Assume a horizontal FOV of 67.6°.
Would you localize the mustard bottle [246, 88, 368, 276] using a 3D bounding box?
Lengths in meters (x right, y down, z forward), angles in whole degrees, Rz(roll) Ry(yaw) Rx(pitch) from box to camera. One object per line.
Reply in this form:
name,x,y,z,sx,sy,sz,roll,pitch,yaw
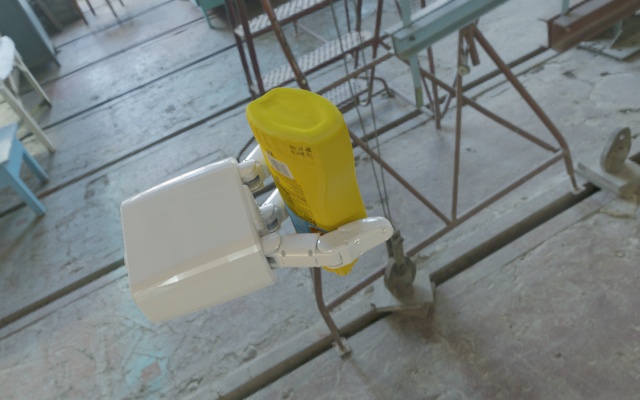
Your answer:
mustard bottle,0.000,0.001,0.417,0.058,0.192,0.096,-38,45,-21
